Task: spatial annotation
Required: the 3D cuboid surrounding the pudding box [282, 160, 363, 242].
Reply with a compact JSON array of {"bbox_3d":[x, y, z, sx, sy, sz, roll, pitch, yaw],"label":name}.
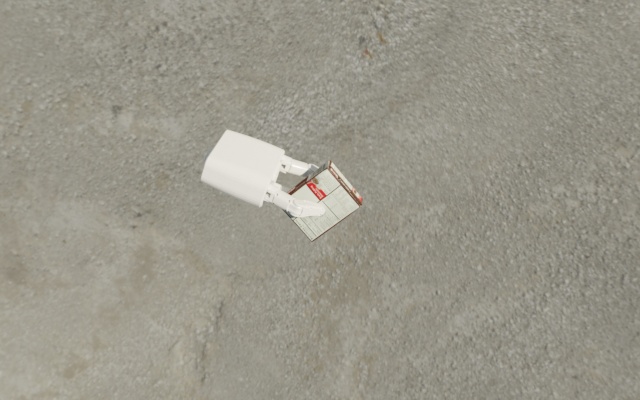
[{"bbox_3d":[0.000,0.003,0.795,0.113,0.090,0.039,-36,14,21],"label":"pudding box"}]
